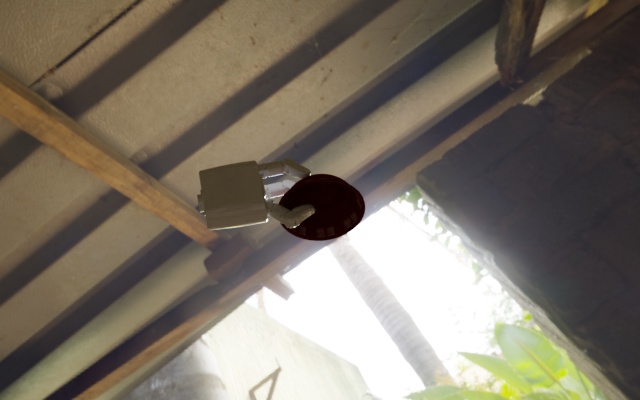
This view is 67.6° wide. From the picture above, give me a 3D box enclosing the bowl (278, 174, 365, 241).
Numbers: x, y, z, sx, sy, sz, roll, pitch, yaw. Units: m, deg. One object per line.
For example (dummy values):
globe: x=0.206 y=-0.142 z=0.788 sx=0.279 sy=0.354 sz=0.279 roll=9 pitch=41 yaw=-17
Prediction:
bowl: x=0.001 y=0.003 z=0.886 sx=0.162 sy=0.162 sz=0.055 roll=-2 pitch=45 yaw=-2
